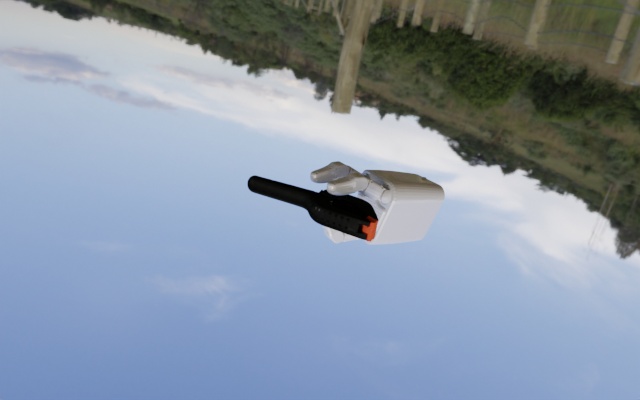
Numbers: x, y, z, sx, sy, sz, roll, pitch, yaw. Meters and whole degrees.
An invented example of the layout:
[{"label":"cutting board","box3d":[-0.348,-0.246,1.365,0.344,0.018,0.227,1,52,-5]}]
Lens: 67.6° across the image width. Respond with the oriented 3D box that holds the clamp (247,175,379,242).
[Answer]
[{"label":"clamp","box3d":[0.000,0.003,0.680,0.164,0.036,0.210,-2,22,-29]}]
